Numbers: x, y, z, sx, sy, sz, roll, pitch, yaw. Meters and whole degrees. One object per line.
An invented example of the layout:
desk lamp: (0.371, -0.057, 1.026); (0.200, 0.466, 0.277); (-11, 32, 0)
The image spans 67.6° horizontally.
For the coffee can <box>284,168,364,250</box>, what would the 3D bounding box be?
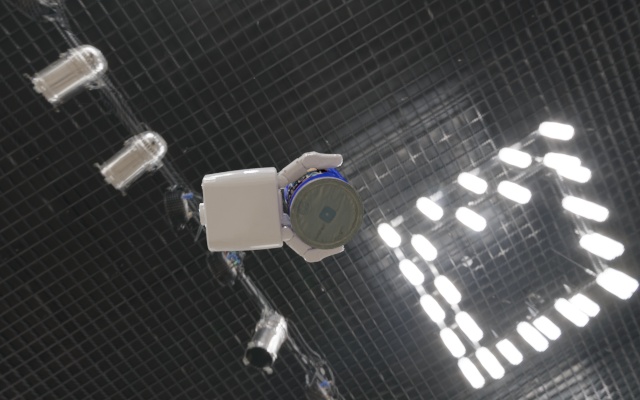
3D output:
coffee can: (0.000, 0.002, 0.719); (0.103, 0.103, 0.140); (0, 14, -8)
